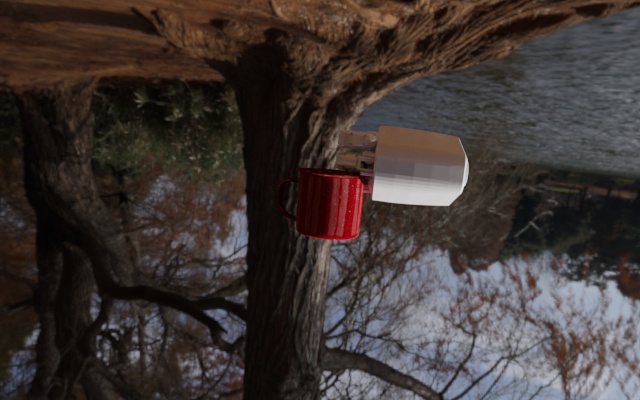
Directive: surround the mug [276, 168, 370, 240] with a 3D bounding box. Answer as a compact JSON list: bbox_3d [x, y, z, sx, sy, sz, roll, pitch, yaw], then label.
[{"bbox_3d":[-0.001,0.002,0.610,0.117,0.081,0.093,6,7,7],"label":"mug"}]
